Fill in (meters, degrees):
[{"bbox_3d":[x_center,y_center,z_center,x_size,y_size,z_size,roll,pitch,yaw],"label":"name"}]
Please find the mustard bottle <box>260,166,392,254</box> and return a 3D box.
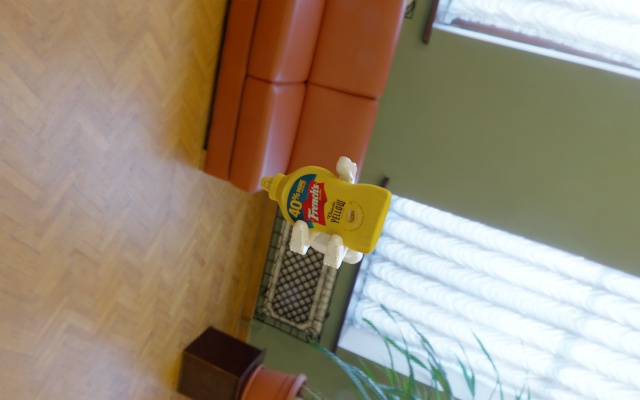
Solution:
[{"bbox_3d":[0.000,0.002,0.697,0.191,0.096,0.058,20,11,15],"label":"mustard bottle"}]
